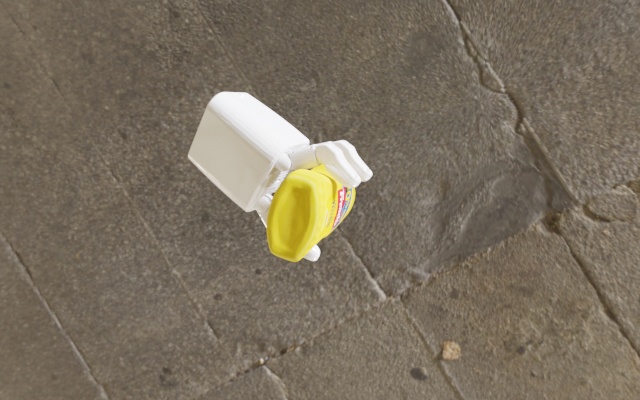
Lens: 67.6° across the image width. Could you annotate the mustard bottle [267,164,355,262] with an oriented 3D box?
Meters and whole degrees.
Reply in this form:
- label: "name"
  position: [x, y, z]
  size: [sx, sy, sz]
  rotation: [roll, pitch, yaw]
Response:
- label: "mustard bottle"
  position: [0.000, 0.002, 0.581]
  size: [0.058, 0.096, 0.191]
  rotation: [17, 16, 15]
